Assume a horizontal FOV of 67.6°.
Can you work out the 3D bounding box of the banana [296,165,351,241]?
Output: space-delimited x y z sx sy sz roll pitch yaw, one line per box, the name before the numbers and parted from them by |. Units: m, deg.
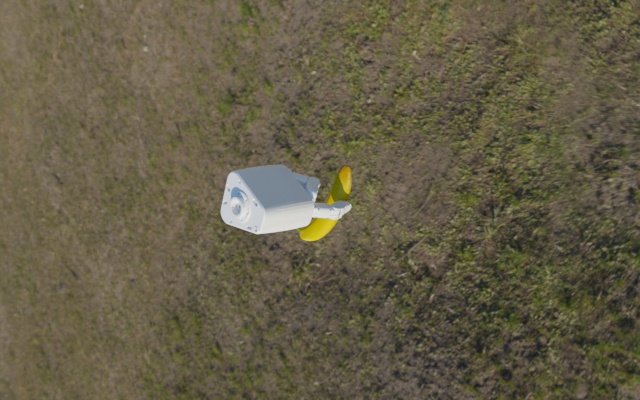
banana | 0.008 0.020 0.893 0.037 0.069 0.198 -9 -31 -46
